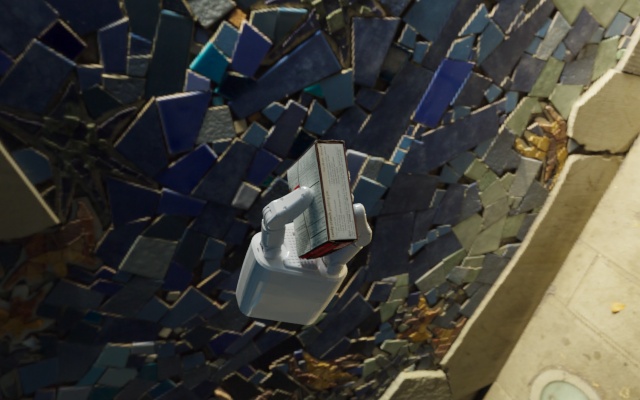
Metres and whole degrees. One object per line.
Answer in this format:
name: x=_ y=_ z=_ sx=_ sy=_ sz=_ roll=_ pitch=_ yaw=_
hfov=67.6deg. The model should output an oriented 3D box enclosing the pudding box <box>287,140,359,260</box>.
pudding box: x=0.000 y=0.002 z=0.527 sx=0.039 sy=0.113 sz=0.090 roll=-2 pitch=-16 yaw=-26
